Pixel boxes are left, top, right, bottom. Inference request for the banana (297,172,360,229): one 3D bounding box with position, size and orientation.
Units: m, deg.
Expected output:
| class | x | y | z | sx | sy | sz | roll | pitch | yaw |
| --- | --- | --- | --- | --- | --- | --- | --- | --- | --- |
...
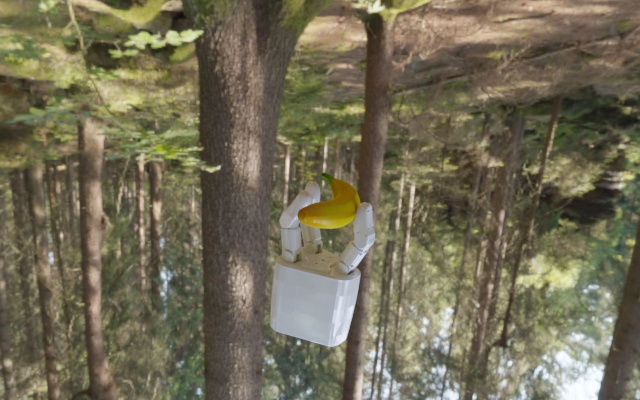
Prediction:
| class | x | y | z | sx | sy | sz | roll | pitch | yaw |
| --- | --- | --- | --- | --- | --- | --- | --- | --- | --- |
| banana | 0.019 | 0.006 | 0.636 | 0.069 | 0.037 | 0.197 | 15 | 16 | 4 |
